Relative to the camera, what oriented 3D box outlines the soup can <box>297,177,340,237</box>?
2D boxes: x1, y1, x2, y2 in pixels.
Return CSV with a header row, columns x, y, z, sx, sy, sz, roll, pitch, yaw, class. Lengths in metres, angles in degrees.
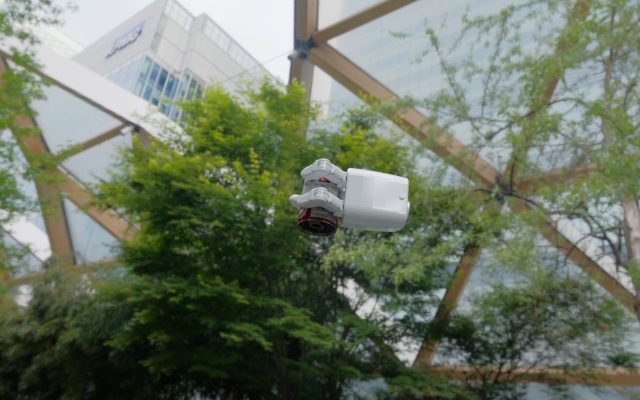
x,y,z,sx,sy,sz,roll,pitch,yaw,class
0.000,0.002,0.831,0.068,0.102,0.068,6,-26,3,soup can
